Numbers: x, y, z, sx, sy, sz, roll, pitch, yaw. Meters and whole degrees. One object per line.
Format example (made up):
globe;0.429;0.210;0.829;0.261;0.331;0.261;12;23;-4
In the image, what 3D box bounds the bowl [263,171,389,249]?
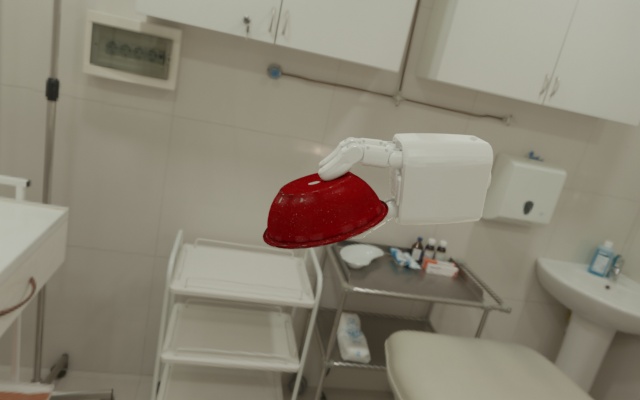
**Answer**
bowl;-0.001;0.002;0.591;0.162;0.055;0.162;-13;16;4
